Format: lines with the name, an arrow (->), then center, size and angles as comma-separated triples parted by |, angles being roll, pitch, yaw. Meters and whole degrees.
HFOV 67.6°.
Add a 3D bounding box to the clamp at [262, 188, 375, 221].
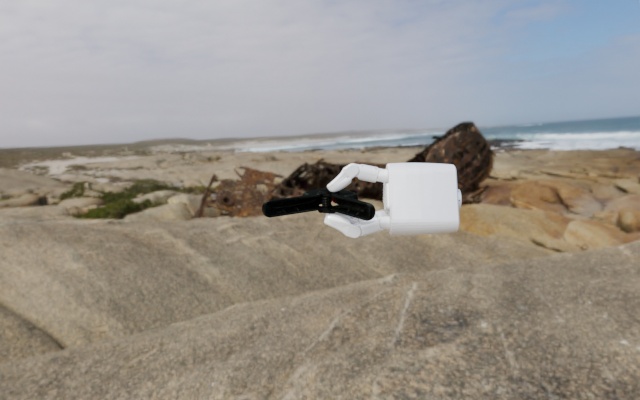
clamp -> 0.000, 0.002, 0.771 | 0.164, 0.036, 0.210 | 2, 8, 3
